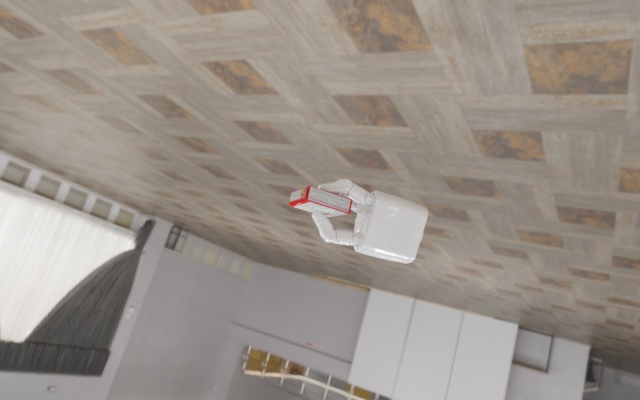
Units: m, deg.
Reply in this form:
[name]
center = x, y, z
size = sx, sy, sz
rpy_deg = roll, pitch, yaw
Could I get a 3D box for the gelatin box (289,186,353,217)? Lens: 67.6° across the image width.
[gelatin box]
center = 0.000, 0.003, 0.839
size = 0.089, 0.030, 0.073
rpy_deg = 17, -14, -25
